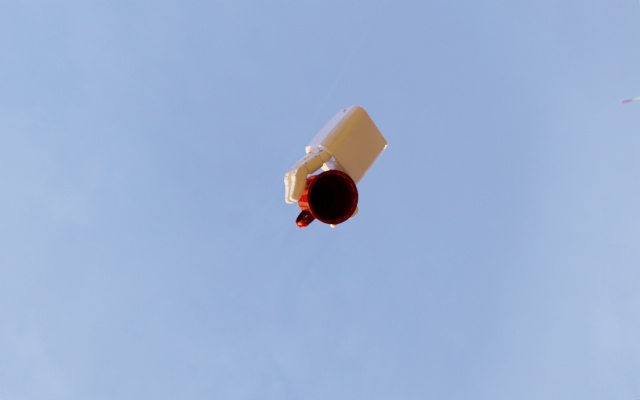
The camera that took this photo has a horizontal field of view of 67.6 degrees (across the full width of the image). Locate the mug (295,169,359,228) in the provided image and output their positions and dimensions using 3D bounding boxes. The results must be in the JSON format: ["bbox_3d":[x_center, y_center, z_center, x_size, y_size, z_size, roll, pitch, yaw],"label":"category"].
[{"bbox_3d":[-0.001,0.004,0.833,0.093,0.117,0.081,44,-13,-16],"label":"mug"}]
